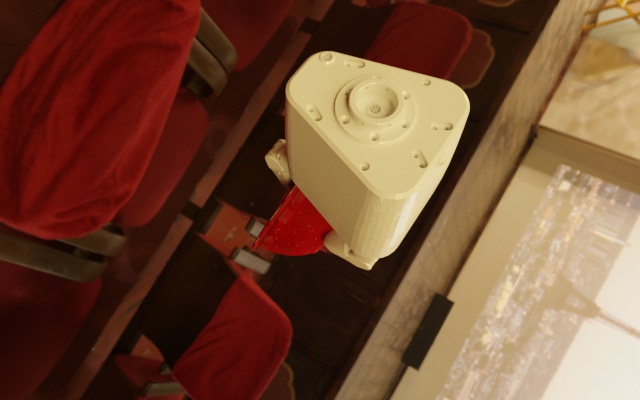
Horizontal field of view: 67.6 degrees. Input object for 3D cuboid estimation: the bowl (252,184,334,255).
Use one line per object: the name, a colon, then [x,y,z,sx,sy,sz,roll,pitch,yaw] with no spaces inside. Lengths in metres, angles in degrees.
bowl: [0.000,0.002,0.492,0.055,0.162,0.162,37,0,0]
